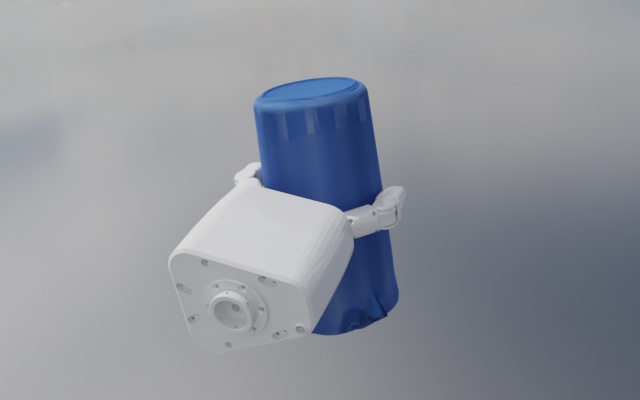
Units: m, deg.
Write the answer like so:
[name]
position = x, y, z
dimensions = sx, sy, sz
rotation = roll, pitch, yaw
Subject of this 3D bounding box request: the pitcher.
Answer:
[pitcher]
position = 0.000, 0.002, 0.499
dimensions = 0.149, 0.243, 0.145
rotation = 0, 26, 19
